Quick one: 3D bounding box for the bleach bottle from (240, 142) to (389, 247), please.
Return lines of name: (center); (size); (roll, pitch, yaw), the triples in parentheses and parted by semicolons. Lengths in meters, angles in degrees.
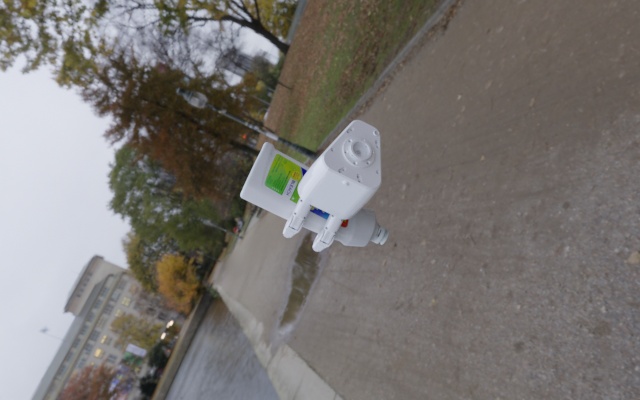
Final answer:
bleach bottle: (0.000, 0.003, 0.797); (0.251, 0.102, 0.068); (25, -29, -8)
